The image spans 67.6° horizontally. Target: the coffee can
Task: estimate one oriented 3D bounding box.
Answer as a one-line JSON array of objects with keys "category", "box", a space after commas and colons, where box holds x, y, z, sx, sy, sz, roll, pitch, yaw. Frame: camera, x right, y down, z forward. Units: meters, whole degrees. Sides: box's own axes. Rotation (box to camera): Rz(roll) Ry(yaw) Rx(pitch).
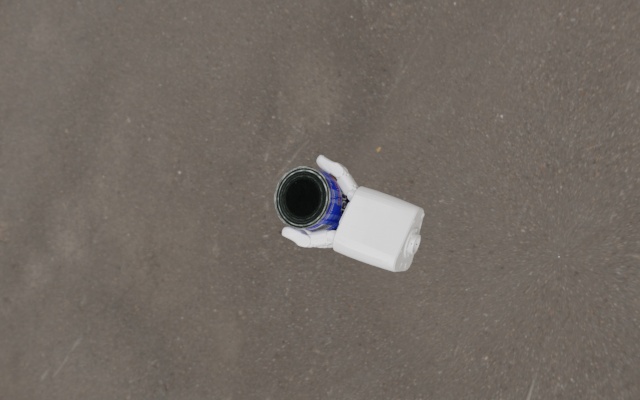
[{"category": "coffee can", "box": [0.000, 0.003, 0.822, 0.103, 0.103, 0.140, 0, -6, 26]}]
